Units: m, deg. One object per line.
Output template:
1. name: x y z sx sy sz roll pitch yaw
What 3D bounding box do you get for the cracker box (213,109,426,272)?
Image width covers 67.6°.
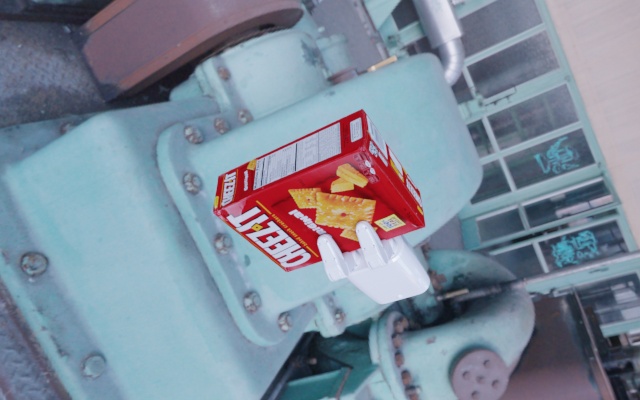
1. cracker box: 0.000 0.002 0.602 0.214 0.072 0.164 -22 -46 23
